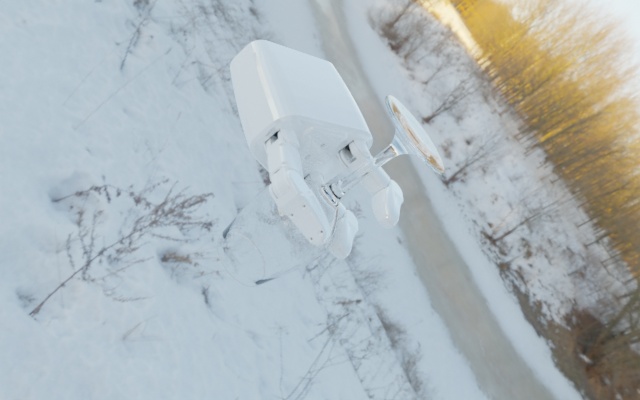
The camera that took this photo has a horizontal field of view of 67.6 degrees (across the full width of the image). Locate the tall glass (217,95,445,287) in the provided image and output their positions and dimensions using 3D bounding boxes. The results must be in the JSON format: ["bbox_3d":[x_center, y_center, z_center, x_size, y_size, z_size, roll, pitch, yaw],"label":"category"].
[{"bbox_3d":[0.001,0.001,0.408,0.201,0.079,0.079,-36,-16,24],"label":"tall glass"}]
